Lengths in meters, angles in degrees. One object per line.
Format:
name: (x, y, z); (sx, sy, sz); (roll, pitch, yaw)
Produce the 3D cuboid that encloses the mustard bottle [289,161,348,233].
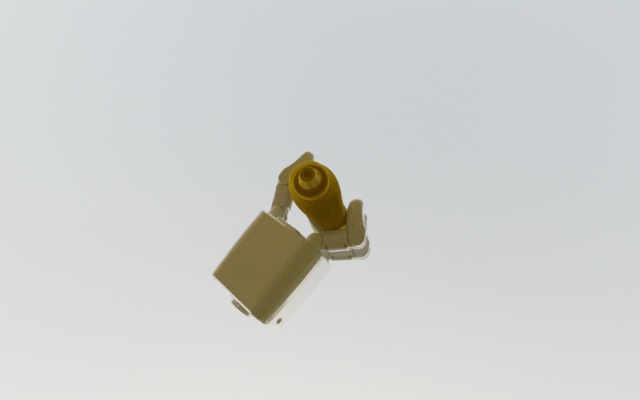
mustard bottle: (0.000, 0.002, 0.606); (0.058, 0.096, 0.192); (-28, -21, 0)
